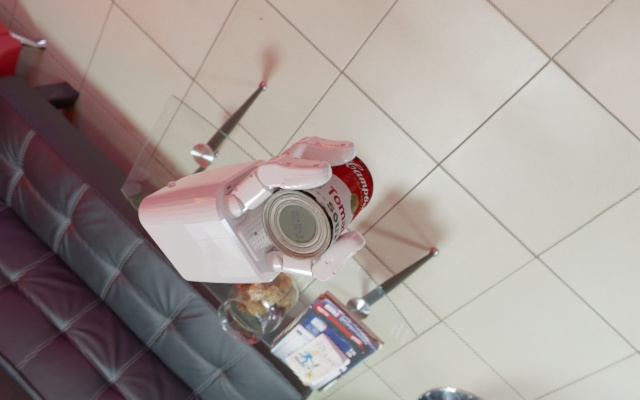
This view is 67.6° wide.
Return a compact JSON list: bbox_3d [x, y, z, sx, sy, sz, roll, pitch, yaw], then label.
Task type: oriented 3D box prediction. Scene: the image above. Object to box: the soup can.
[{"bbox_3d":[0.000,0.002,0.435,0.068,0.068,0.102,0,23,27],"label":"soup can"}]
